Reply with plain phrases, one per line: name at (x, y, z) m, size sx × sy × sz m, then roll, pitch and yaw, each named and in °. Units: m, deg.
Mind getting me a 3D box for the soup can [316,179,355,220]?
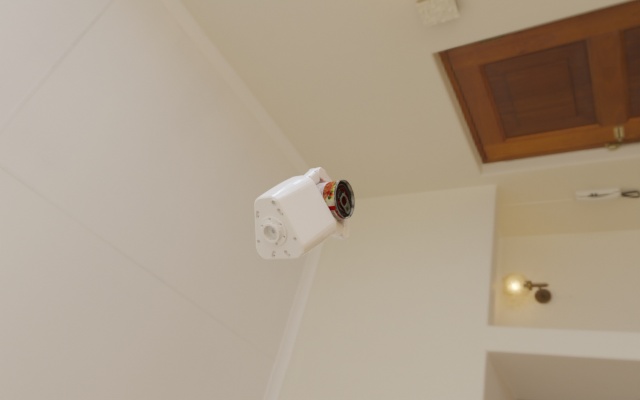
soup can at (0.000, 0.003, 0.844) m, size 0.102 × 0.068 × 0.068 m, roll -7°, pitch -4°, yaw 32°
